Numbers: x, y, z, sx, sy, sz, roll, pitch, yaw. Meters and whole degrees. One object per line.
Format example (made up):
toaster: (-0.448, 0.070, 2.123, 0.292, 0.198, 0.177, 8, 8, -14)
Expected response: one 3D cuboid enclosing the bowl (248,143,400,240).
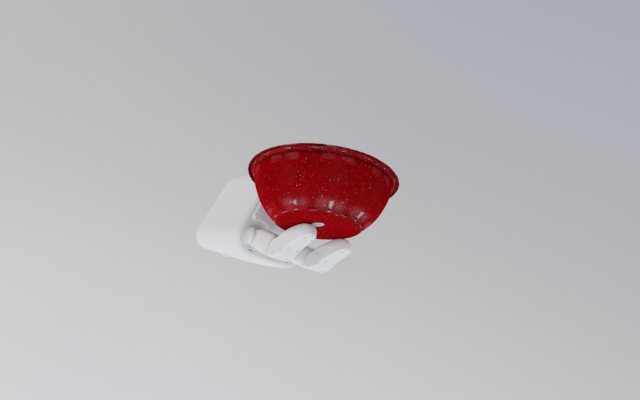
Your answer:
bowl: (0.001, 0.002, 0.500, 0.162, 0.055, 0.162, 6, -22, 2)
